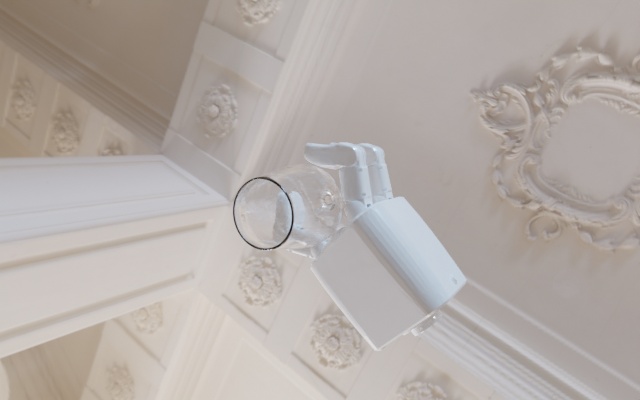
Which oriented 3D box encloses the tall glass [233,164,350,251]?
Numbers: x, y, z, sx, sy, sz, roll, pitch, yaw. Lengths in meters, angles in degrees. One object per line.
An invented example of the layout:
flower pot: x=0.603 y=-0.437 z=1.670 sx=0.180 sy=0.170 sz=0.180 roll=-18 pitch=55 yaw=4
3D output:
tall glass: x=0.000 y=0.001 z=0.479 sx=0.079 sy=0.079 sz=0.201 roll=0 pitch=5 yaw=30
